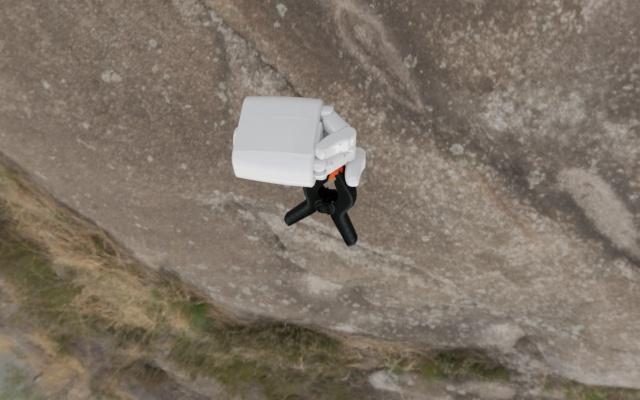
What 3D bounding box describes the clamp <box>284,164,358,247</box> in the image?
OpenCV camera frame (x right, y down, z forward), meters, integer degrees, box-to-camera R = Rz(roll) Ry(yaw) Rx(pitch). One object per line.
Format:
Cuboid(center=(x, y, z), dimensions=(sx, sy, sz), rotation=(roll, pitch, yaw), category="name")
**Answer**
Cuboid(center=(0.000, 0.003, 0.710), dimensions=(0.120, 0.039, 0.172), rotation=(8, -43, 7), category="clamp")
